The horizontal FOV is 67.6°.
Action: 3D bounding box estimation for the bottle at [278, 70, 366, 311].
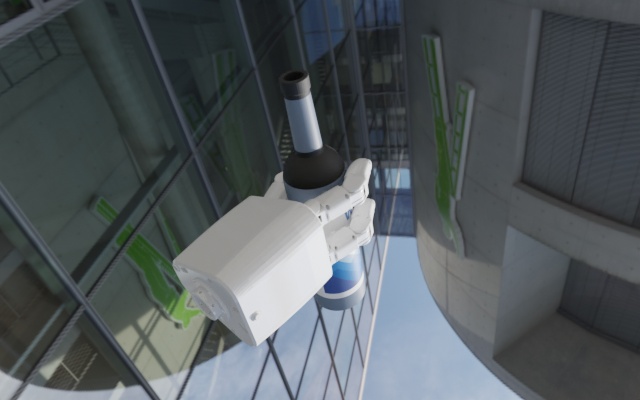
[{"bbox_3d":[0.000,0.002,0.516,0.069,0.296,0.069,-7,39,6],"label":"bottle"}]
